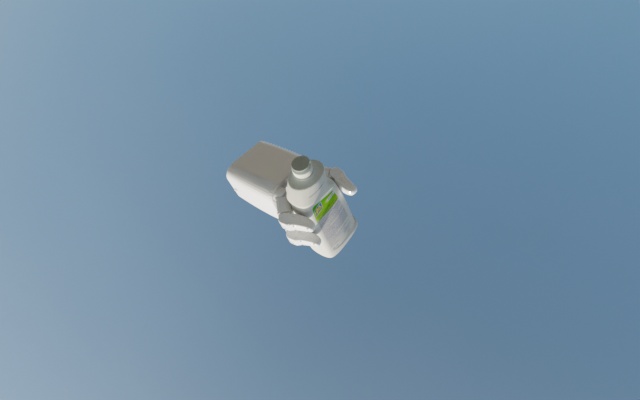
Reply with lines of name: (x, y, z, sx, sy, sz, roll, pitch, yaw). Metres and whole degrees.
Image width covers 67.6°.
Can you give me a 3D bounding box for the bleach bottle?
bleach bottle: (0.000, 0.003, 0.810, 0.068, 0.102, 0.251, 27, -21, 26)
